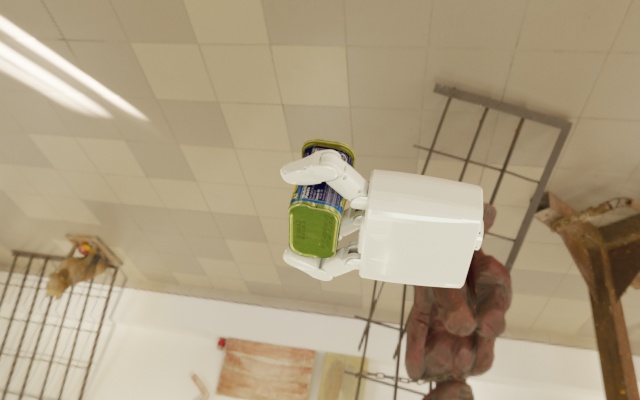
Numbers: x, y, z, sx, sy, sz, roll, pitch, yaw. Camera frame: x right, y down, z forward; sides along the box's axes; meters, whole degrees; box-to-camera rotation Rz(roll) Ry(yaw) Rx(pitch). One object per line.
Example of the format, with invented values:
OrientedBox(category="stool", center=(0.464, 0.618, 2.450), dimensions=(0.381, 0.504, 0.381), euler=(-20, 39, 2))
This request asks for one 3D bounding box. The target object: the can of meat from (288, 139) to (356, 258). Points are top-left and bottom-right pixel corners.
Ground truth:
OrientedBox(category="can of meat", center=(0.000, 0.002, 0.500), dimensions=(0.057, 0.084, 0.102), euler=(9, -36, 4))
